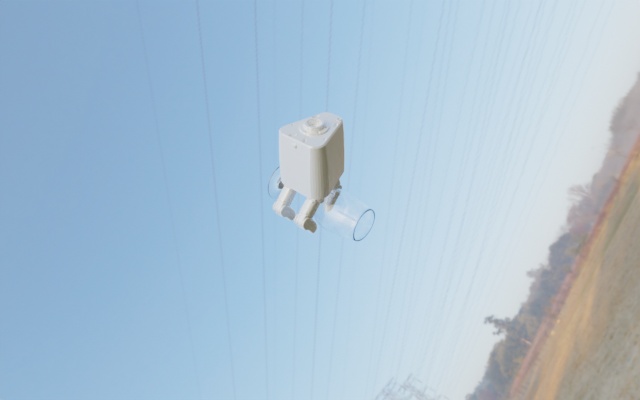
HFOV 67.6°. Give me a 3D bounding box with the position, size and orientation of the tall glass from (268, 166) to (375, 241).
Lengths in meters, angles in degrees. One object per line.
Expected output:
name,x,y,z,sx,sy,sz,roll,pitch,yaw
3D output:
tall glass,0.000,0.003,0.870,0.201,0.079,0.079,28,15,30
